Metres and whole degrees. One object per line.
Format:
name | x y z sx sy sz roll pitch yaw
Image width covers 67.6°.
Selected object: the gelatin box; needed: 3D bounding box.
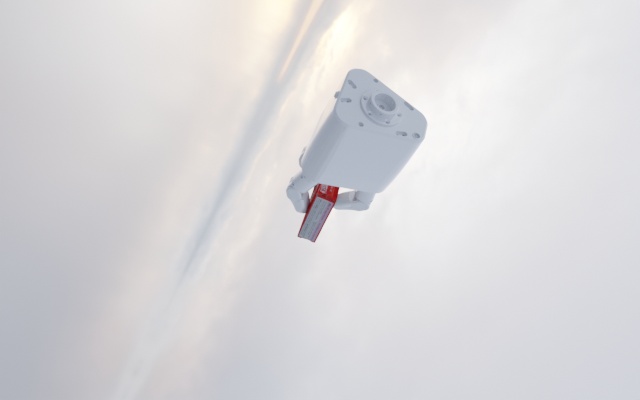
gelatin box | 0.000 0.003 0.656 0.030 0.089 0.073 21 42 -4
